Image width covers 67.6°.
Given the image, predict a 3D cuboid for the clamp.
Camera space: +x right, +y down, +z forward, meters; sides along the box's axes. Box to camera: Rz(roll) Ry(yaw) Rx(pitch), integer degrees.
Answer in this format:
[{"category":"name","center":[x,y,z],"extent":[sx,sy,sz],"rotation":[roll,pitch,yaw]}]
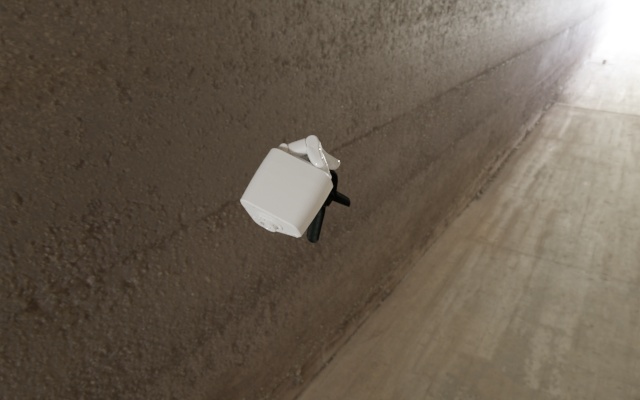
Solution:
[{"category":"clamp","center":[0.001,0.003,0.881],"extent":[0.039,0.120,0.172],"rotation":[22,-23,30]}]
